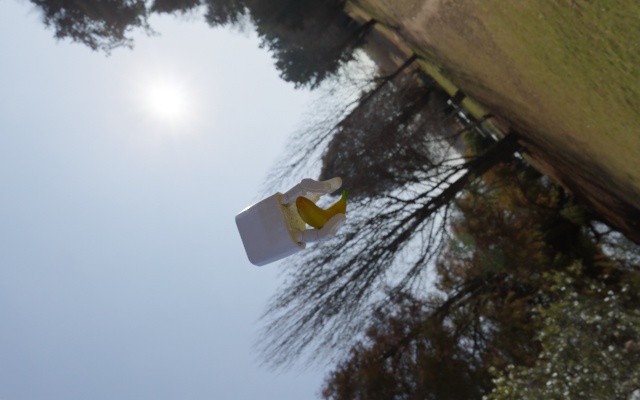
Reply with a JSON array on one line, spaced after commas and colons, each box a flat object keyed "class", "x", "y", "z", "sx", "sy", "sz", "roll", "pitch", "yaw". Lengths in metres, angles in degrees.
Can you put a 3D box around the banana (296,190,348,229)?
[{"class": "banana", "x": 0.004, "y": 0.021, "z": 0.882, "sx": 0.037, "sy": 0.069, "sz": 0.198, "roll": -8, "pitch": 1, "yaw": 25}]
